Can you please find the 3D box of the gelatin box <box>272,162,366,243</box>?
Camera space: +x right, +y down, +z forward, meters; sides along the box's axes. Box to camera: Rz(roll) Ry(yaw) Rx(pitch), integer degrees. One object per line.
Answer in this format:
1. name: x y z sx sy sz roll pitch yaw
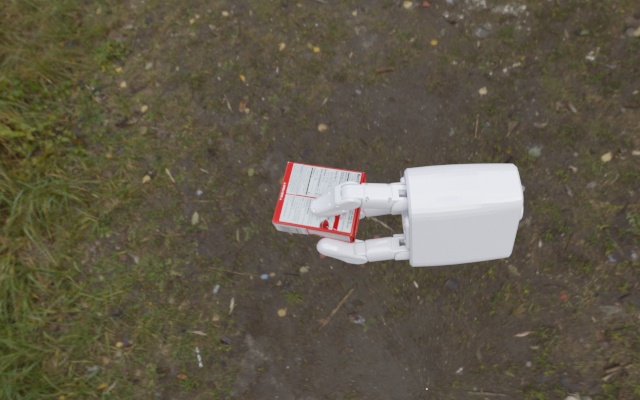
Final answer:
1. gelatin box: 0.000 0.001 0.516 0.089 0.073 0.030 9 -20 10
